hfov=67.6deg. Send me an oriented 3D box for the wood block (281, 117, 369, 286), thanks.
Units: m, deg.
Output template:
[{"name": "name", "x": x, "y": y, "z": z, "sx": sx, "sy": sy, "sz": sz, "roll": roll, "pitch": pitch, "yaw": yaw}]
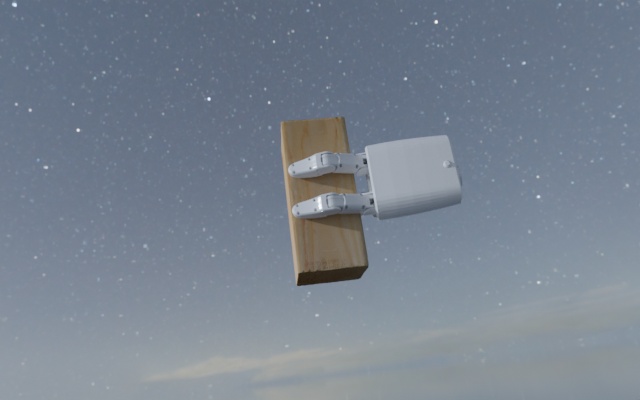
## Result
[{"name": "wood block", "x": 0.000, "y": 0.002, "z": 0.646, "sx": 0.090, "sy": 0.206, "sz": 0.091, "roll": -6, "pitch": -20, "yaw": -5}]
